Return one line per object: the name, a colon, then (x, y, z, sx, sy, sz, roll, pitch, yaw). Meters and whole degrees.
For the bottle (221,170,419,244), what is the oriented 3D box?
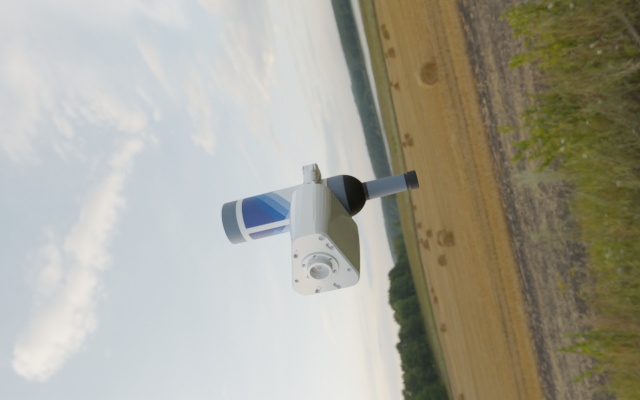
bottle: (0.000, 0.002, 0.722, 0.296, 0.069, 0.069, -13, -2, 9)
